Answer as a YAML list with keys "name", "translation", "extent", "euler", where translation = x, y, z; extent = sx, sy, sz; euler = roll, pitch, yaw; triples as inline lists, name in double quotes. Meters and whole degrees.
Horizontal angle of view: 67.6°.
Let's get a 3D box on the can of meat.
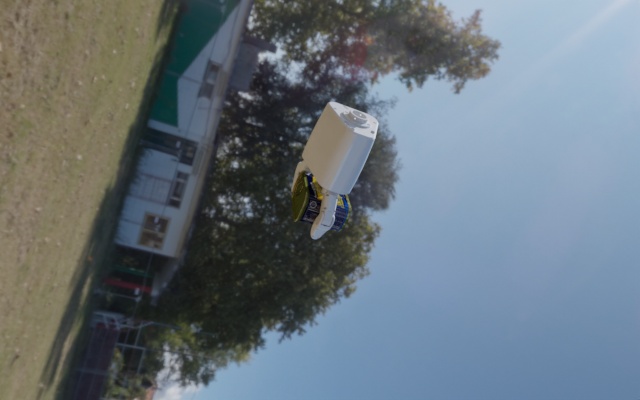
- name: "can of meat"
  translation: [0.000, 0.003, 0.816]
  extent: [0.084, 0.057, 0.102]
  euler: [17, 28, -17]
